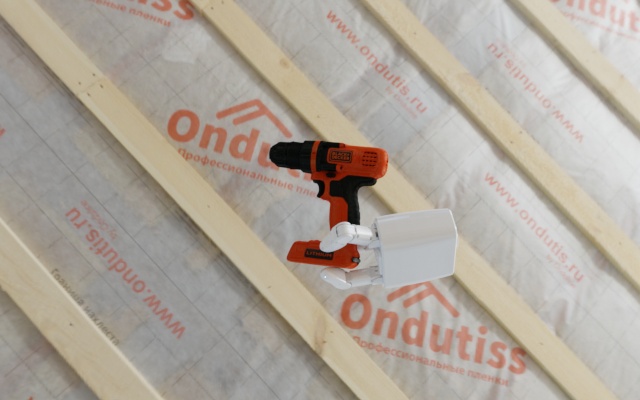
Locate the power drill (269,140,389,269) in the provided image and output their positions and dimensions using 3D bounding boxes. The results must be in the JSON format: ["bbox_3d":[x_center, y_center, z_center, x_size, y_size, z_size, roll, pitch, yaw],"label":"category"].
[{"bbox_3d":[0.000,0.003,0.710,0.184,0.187,0.057,6,-7,16],"label":"power drill"}]
